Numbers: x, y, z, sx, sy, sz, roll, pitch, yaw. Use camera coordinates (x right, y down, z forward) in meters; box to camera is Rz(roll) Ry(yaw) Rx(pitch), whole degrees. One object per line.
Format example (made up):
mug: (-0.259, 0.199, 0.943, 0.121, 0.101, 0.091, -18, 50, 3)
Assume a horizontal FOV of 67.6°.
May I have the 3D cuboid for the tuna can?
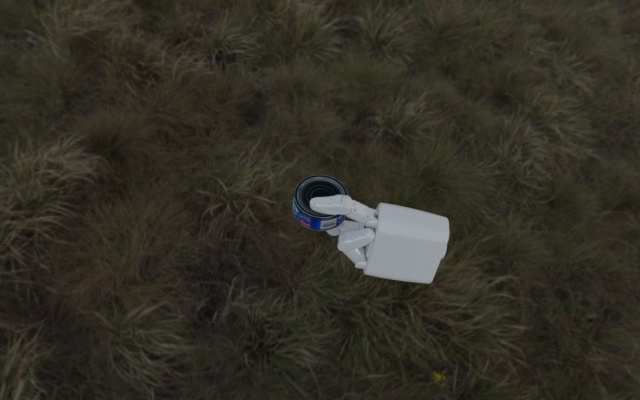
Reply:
tuna can: (0.000, 0.002, 0.730, 0.086, 0.086, 0.034, 0, -37, -5)
